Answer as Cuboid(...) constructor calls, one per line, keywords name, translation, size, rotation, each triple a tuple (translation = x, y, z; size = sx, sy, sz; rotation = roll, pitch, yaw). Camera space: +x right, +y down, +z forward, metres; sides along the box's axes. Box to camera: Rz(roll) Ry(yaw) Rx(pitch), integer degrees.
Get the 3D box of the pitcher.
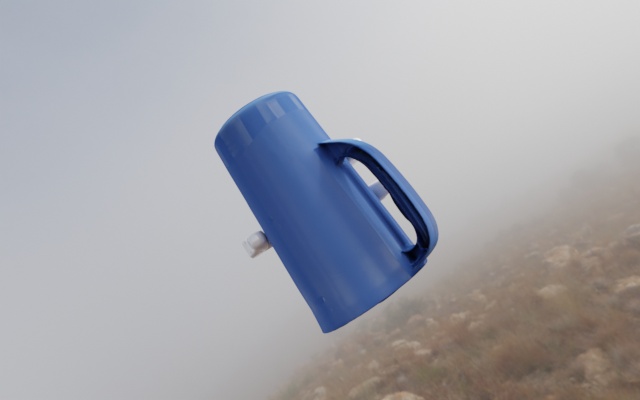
Cuboid(name="pitcher", translation=(0.000, 0.002, 0.508), size=(0.149, 0.243, 0.145), rotation=(-34, -6, -7))
